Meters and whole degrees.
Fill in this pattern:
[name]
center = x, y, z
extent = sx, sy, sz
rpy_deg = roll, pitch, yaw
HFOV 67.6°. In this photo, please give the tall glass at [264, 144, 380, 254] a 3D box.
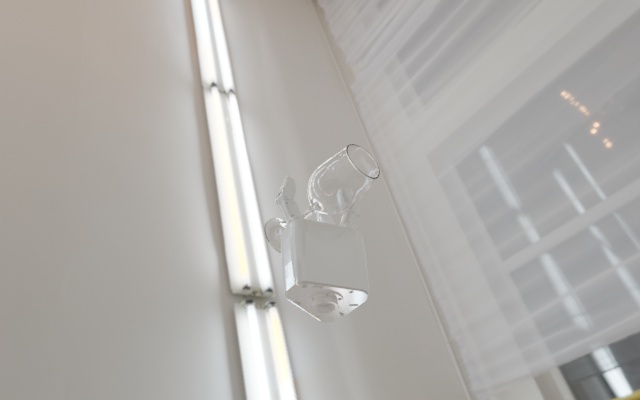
[tall glass]
center = 0.000, 0.003, 0.721
extent = 0.079, 0.079, 0.201
rpy_deg = 0, -36, -48
